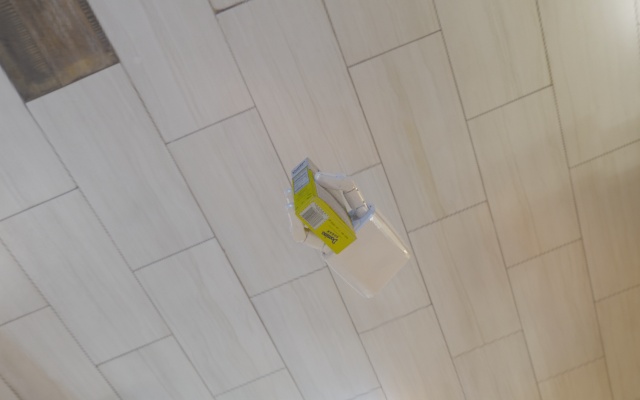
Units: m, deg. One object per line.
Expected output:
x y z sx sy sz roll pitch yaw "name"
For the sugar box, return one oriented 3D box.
0.000 0.003 0.743 0.048 0.093 0.176 -41 20 9 "sugar box"
